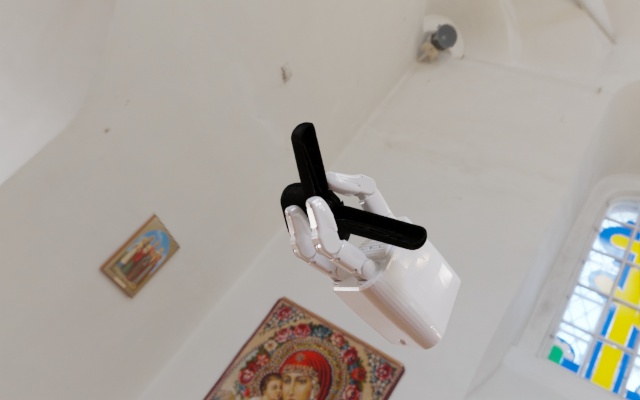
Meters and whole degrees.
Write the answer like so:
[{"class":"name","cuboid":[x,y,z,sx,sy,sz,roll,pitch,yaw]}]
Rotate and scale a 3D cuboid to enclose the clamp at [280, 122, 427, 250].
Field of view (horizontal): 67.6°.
[{"class":"clamp","cuboid":[0.000,0.001,0.524,0.036,0.164,0.210,-50,14,-26]}]
